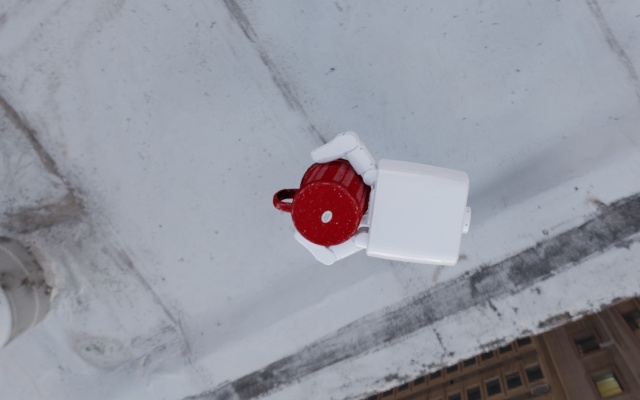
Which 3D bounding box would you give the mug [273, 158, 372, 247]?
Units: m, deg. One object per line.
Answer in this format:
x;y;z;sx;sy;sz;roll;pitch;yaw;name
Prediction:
-0.001;0.002;0.572;0.117;0.093;0.081;7;20;8;mug
